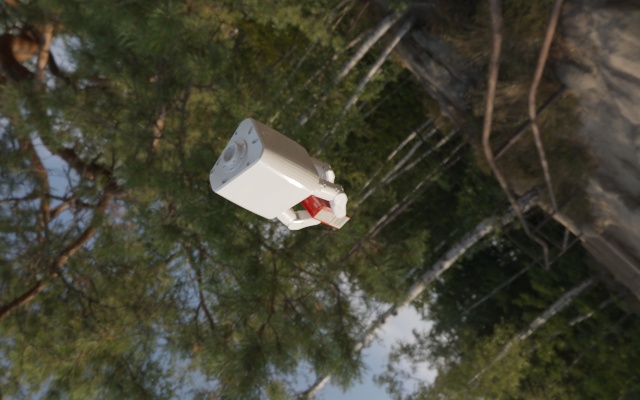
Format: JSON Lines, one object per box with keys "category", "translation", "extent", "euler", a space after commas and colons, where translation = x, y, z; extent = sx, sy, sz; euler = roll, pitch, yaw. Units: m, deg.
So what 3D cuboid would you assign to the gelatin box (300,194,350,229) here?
{"category": "gelatin box", "translation": [0.000, 0.003, 0.773], "extent": [0.030, 0.073, 0.089], "euler": [-45, -33, 13]}
